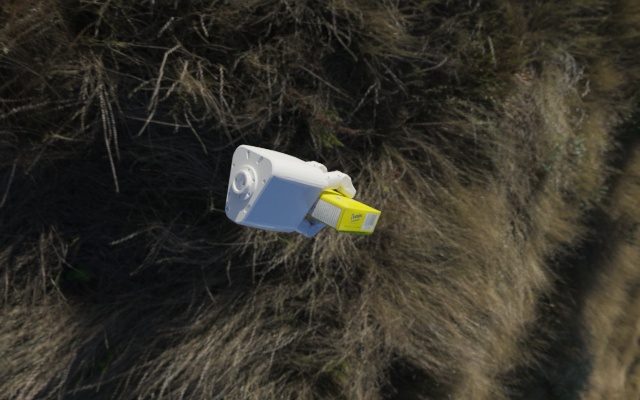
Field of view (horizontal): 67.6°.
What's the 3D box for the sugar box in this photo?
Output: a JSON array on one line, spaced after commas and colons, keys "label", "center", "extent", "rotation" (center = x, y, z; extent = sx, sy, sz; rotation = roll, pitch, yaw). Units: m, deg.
[{"label": "sugar box", "center": [0.000, 0.002, 0.776], "extent": [0.176, 0.048, 0.093], "rotation": [28, 12, 39]}]
